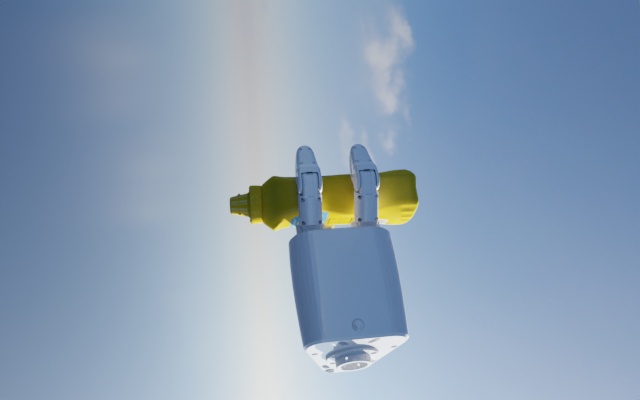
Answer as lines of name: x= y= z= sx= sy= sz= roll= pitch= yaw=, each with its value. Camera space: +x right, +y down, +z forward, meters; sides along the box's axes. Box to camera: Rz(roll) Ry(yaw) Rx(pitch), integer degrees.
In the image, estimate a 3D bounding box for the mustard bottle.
mustard bottle: x=0.000 y=0.001 z=0.513 sx=0.191 sy=0.058 sz=0.096 roll=-3 pitch=-9 yaw=-8
